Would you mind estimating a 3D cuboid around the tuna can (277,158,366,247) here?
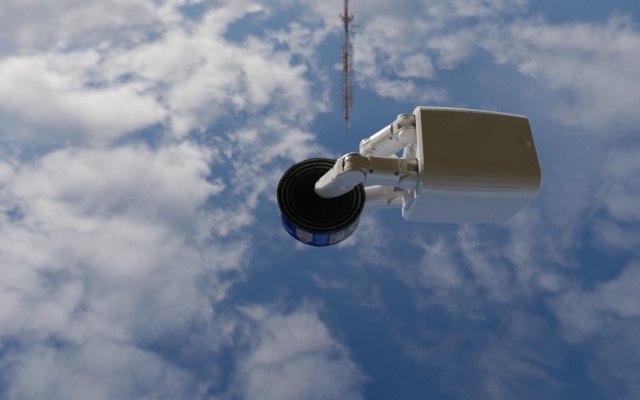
[{"bbox_3d":[0.000,0.002,0.473,0.086,0.086,0.034,0,-32,-3],"label":"tuna can"}]
